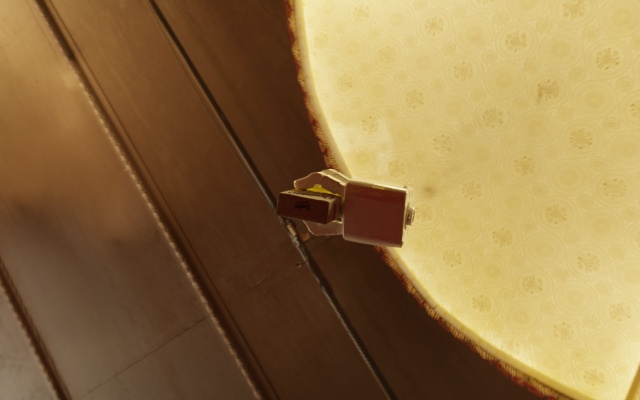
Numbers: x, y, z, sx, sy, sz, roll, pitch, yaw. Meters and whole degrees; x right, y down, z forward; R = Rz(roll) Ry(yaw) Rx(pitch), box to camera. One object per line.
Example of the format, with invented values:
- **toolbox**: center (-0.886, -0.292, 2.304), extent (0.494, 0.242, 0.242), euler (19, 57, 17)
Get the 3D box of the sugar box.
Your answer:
- **sugar box**: center (0.000, 0.002, 0.863), extent (0.093, 0.048, 0.176), euler (10, 8, 19)
